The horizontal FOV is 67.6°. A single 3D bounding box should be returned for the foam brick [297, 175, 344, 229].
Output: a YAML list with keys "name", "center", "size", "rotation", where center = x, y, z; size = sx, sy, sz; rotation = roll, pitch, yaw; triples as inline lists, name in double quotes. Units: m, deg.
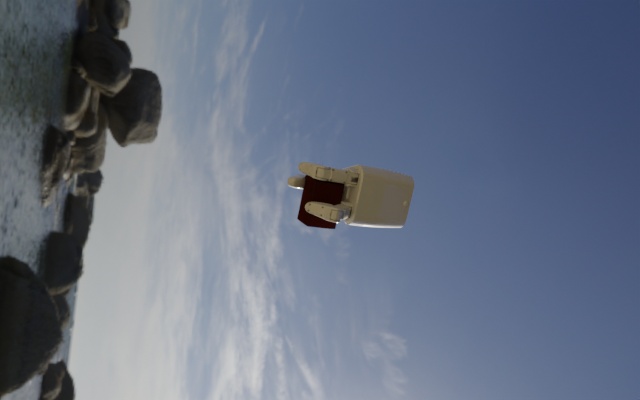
- name: "foam brick"
  center: [0.000, 0.003, 0.782]
  size: [0.051, 0.078, 0.053]
  rotation: [8, 11, -23]
